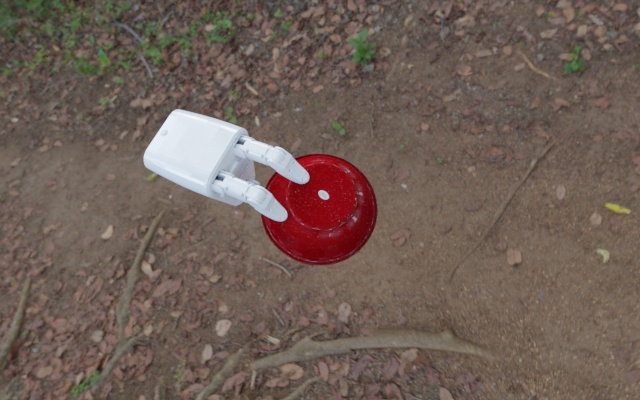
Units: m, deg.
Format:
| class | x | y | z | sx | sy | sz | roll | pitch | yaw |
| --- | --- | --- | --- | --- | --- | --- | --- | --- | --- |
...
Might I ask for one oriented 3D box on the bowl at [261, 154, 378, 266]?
| class | x | y | z | sx | sy | sz | roll | pitch | yaw |
| --- | --- | --- | --- | --- | --- | --- | --- | --- | --- |
| bowl | 0.001 | 0.002 | 0.634 | 0.162 | 0.162 | 0.055 | 0 | -18 | -4 |
